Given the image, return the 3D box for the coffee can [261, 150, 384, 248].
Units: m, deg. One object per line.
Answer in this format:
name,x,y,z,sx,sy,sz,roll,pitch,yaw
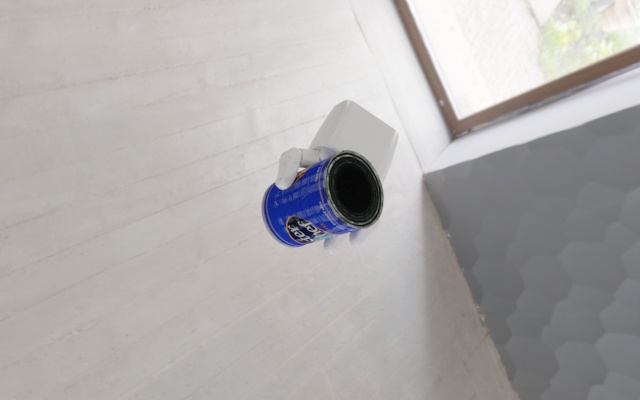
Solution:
coffee can,0.000,0.002,0.648,0.103,0.102,0.140,0,-14,-41
